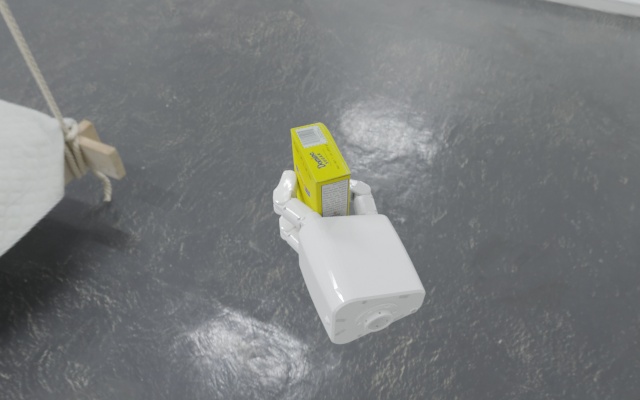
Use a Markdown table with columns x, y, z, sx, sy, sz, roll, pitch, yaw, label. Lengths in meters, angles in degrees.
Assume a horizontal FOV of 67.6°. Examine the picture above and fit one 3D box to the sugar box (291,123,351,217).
| x | y | z | sx | sy | sz | roll | pitch | yaw | label |
| --- | --- | --- | --- | --- | --- | --- | --- | --- | --- |
| 0.000 | 0.002 | 0.584 | 0.048 | 0.093 | 0.176 | -14 | -40 | -13 | sugar box |
